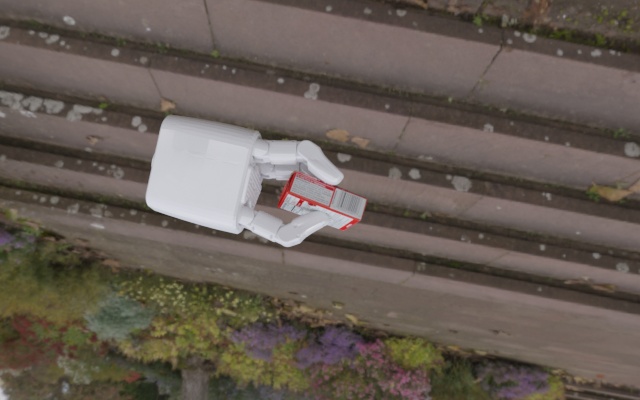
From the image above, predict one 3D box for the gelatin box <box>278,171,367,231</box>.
[{"bbox_3d":[0.000,0.002,0.546,0.089,0.030,0.073,21,-16,-7],"label":"gelatin box"}]
